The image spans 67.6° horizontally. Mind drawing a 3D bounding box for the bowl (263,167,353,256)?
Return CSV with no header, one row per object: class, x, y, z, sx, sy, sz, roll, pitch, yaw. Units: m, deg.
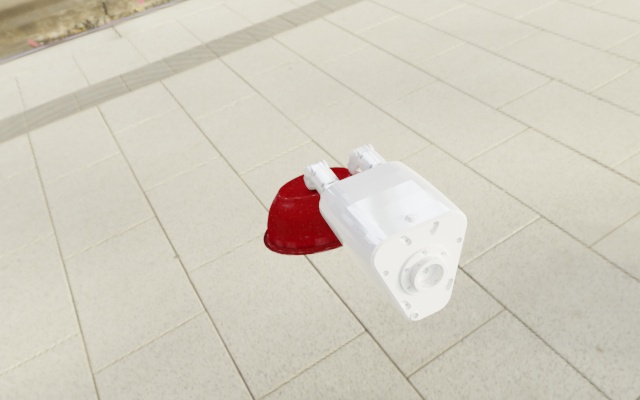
bowl,-0.001,0.001,0.578,0.162,0.055,0.162,-15,20,6
